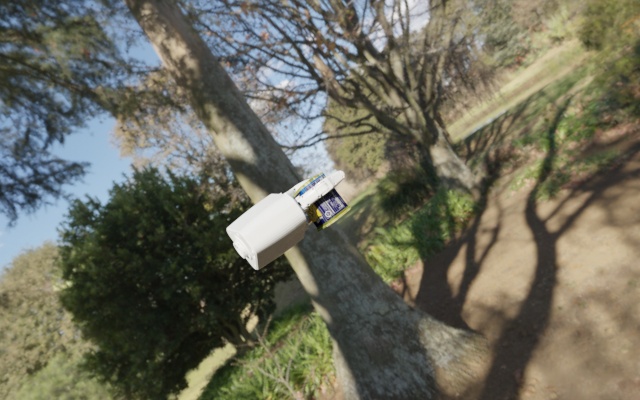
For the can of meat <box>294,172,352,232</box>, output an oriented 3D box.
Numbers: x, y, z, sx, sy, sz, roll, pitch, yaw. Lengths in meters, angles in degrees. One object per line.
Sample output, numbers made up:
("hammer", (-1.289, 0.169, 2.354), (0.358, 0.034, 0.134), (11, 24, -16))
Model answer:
("can of meat", (0.000, 0.002, 0.861), (0.057, 0.084, 0.102), (-37, -1, -17))
